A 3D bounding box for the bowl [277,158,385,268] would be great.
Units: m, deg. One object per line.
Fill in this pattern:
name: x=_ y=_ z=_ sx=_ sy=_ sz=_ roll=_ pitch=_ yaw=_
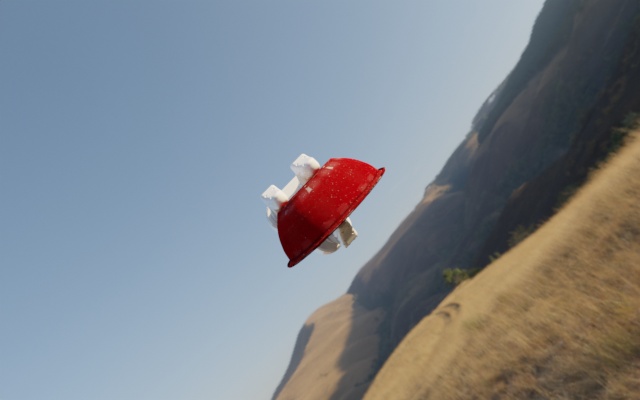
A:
bowl: x=0.000 y=0.001 z=0.555 sx=0.055 sy=0.162 sz=0.162 roll=44 pitch=-3 yaw=-3
